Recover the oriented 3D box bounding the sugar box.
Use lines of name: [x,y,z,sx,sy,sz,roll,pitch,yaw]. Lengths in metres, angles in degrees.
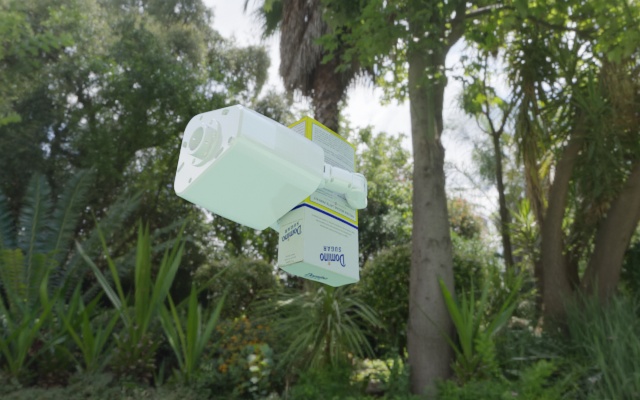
sugar box: [0.000,0.002,0.548,0.048,0.176,0.093,-19,-32,40]
